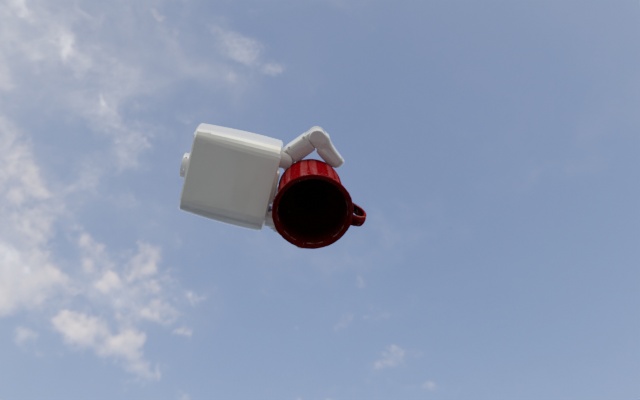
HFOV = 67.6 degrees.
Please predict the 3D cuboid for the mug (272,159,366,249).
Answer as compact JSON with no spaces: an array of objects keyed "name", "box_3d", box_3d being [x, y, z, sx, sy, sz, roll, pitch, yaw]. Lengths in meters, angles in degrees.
[{"name":"mug","box_3d":[0.001,0.002,0.579,0.117,0.093,0.081,15,21,-10]}]
